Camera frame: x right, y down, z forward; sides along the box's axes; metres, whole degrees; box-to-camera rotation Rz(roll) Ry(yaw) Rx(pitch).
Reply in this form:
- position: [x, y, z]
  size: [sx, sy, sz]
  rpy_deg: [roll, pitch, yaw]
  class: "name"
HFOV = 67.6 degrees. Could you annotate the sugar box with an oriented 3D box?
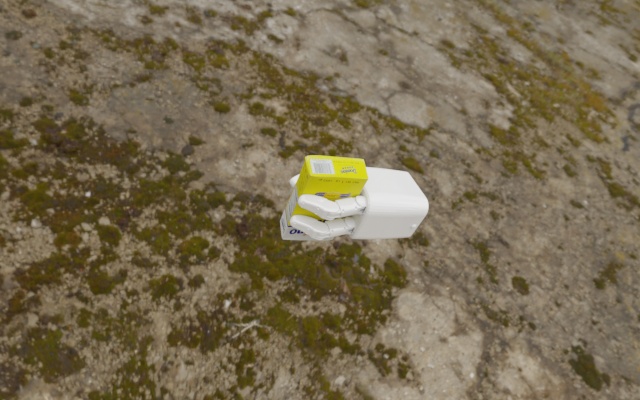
- position: [0.000, 0.003, 0.755]
  size: [0.093, 0.048, 0.176]
  rpy_deg: [3, -39, -18]
  class: "sugar box"
